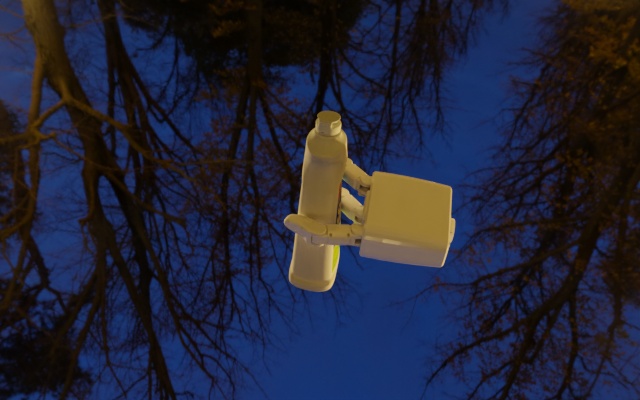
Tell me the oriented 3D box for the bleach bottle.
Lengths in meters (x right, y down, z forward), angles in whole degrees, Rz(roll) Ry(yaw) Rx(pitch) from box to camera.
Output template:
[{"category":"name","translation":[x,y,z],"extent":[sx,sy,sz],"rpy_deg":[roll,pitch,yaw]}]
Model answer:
[{"category":"bleach bottle","translation":[0.000,0.002,0.643],"extent":[0.068,0.251,0.102],"rpy_deg":[10,39,6]}]
